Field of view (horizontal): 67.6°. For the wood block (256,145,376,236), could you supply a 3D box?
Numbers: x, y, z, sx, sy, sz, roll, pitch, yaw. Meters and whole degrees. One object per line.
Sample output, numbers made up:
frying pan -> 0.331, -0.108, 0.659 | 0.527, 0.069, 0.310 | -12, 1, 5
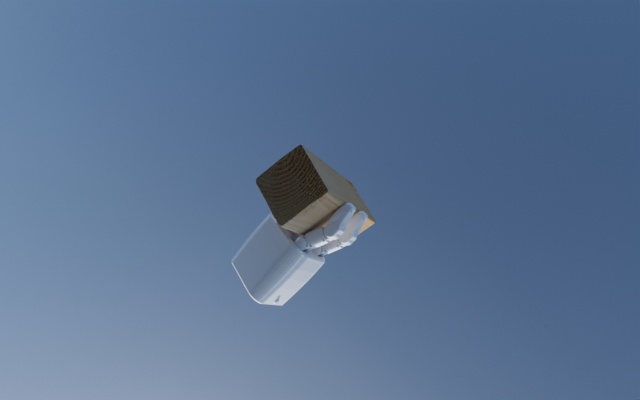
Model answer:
wood block -> 0.000, 0.003, 0.762 | 0.090, 0.090, 0.206 | -37, -26, 12
